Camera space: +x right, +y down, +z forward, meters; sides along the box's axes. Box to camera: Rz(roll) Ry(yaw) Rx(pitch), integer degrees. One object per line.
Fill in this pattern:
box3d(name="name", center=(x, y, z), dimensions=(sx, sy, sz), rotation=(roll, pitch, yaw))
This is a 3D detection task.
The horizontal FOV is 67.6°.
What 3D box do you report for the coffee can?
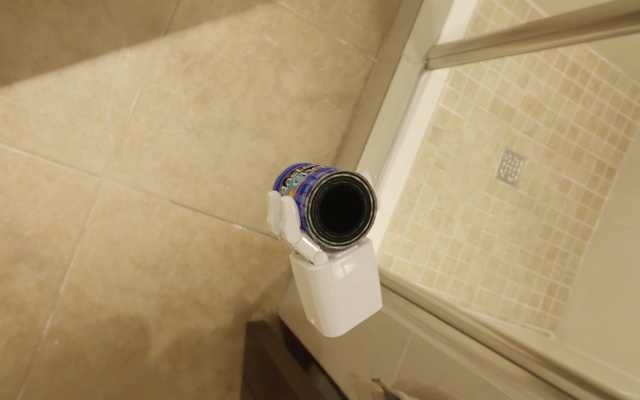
box3d(name="coffee can", center=(0.000, 0.002, 0.666), dimensions=(0.103, 0.103, 0.140), rotation=(0, 8, -24))
